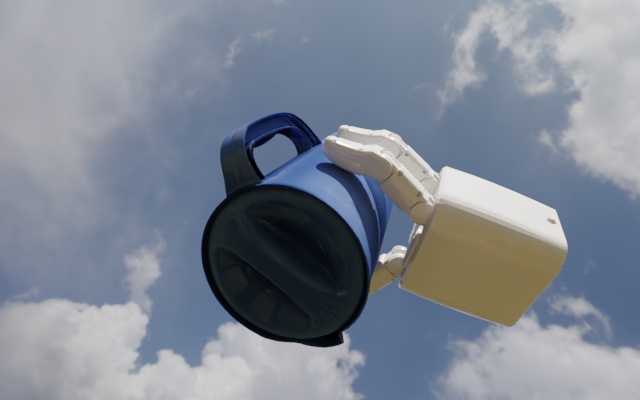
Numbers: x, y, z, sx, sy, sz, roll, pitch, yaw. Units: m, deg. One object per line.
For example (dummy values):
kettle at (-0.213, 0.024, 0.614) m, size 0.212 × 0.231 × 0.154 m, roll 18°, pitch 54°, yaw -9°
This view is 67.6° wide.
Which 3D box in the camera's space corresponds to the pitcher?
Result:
pitcher at (0.000, 0.002, 0.449) m, size 0.145 × 0.149 × 0.242 m, roll 22°, pitch 26°, yaw 8°
